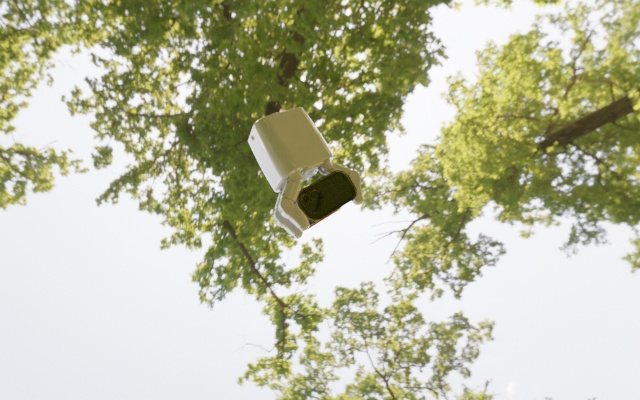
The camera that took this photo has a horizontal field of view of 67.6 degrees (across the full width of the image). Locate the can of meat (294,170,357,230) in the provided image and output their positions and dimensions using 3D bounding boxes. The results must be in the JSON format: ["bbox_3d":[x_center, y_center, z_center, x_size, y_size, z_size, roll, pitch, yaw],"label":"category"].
[{"bbox_3d":[0.000,0.003,0.808,0.102,0.057,0.084,-31,-6,-23],"label":"can of meat"}]
